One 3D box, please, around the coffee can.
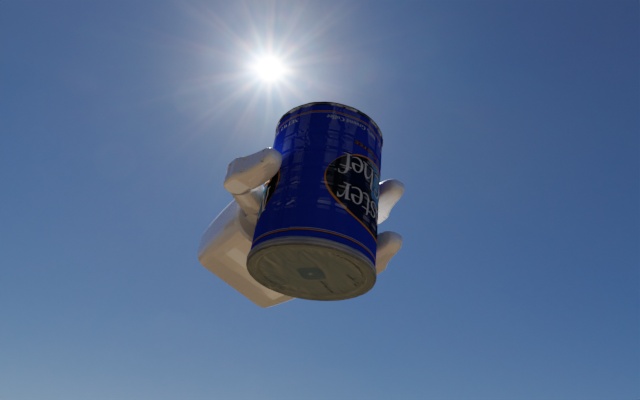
[{"bbox_3d":[0.000,0.001,0.411,0.103,0.140,0.103,5,-33,4],"label":"coffee can"}]
